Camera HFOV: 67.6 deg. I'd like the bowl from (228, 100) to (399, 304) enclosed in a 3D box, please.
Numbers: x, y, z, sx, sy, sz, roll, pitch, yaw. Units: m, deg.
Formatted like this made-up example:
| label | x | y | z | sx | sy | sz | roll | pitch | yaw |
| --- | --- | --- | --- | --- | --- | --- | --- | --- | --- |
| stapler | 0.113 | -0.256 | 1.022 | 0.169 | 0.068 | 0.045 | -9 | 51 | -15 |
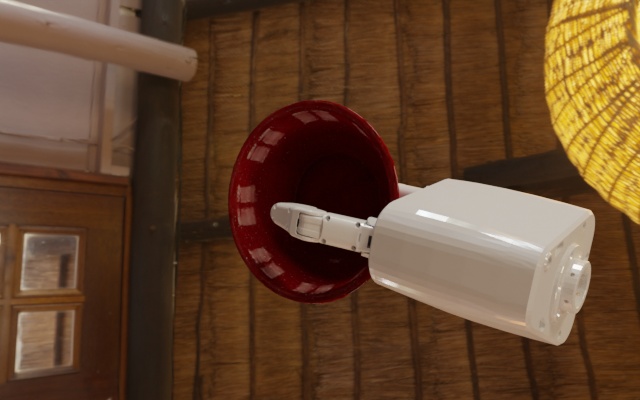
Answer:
| label | x | y | z | sx | sy | sz | roll | pitch | yaw |
| --- | --- | --- | --- | --- | --- | --- | --- | --- | --- |
| bowl | -0.001 | 0.001 | 0.402 | 0.162 | 0.162 | 0.055 | 0 | -1 | 31 |
